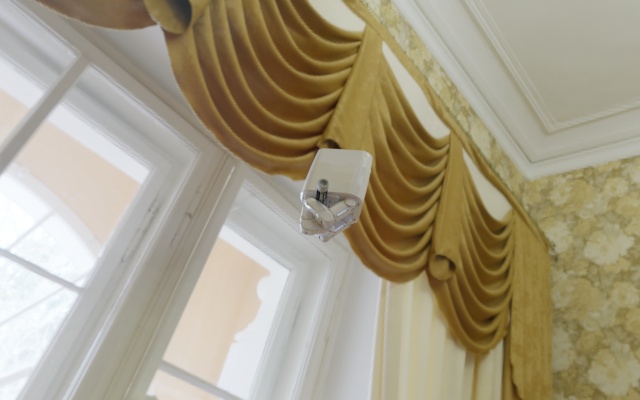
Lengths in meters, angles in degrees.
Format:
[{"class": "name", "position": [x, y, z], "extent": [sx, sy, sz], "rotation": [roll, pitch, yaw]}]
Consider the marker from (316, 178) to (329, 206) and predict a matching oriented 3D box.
[{"class": "marker", "position": [0.000, 0.003, 0.831], "extent": [0.020, 0.020, 0.121], "rotation": [0, -32, -5]}]
